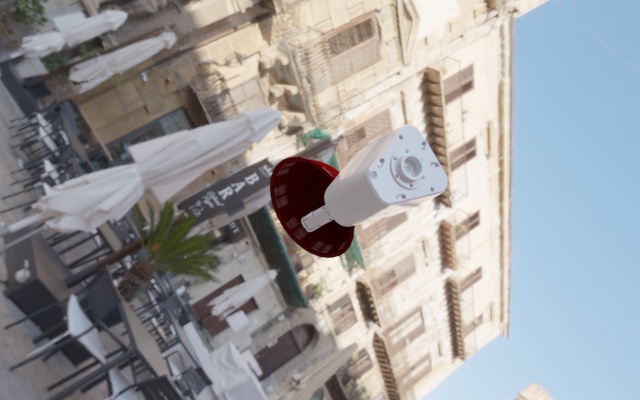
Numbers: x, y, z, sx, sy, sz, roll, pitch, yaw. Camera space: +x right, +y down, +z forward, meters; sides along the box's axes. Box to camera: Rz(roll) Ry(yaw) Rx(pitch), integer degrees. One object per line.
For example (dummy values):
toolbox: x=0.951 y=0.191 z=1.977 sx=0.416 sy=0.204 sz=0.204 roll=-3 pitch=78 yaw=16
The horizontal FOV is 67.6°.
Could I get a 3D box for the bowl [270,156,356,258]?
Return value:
bowl: x=-0.001 y=0.002 z=0.707 sx=0.162 sy=0.162 sz=0.055 roll=0 pitch=24 yaw=44
